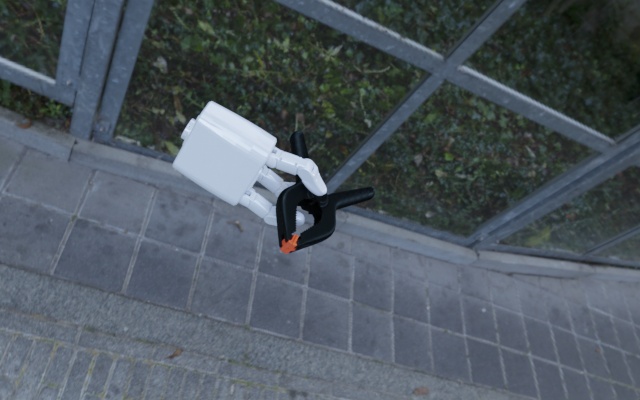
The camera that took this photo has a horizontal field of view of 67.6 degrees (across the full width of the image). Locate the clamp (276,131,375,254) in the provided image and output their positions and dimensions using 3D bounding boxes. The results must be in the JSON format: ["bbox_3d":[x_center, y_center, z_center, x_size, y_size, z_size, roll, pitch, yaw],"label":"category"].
[{"bbox_3d":[0.000,0.002,0.709,0.164,0.209,0.036,31,-44,-13],"label":"clamp"}]
